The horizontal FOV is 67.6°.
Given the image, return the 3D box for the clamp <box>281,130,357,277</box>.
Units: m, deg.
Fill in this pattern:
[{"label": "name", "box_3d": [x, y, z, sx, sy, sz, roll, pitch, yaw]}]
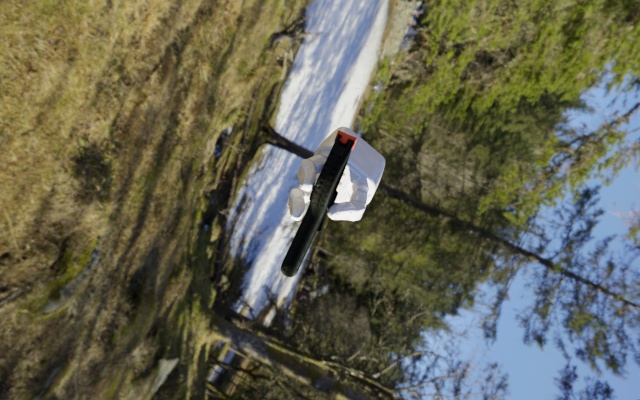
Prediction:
[{"label": "clamp", "box_3d": [0.001, 0.002, 0.688, 0.036, 0.210, 0.164, 24, 33, 4]}]
